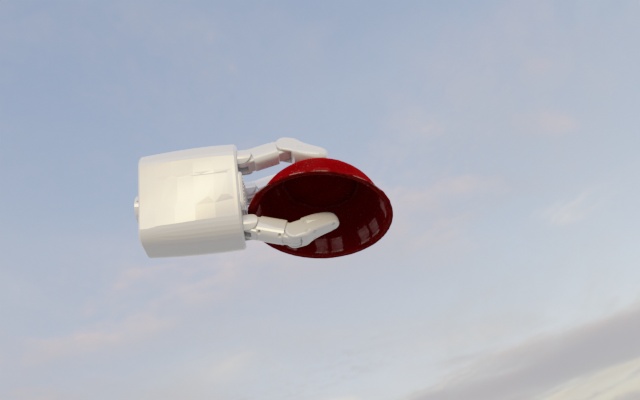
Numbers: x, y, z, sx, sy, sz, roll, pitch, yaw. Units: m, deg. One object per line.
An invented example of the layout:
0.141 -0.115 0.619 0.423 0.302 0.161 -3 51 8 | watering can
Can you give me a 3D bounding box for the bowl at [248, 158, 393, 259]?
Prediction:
0.001 0.002 0.547 0.162 0.055 0.162 0 -39 0 | bowl
